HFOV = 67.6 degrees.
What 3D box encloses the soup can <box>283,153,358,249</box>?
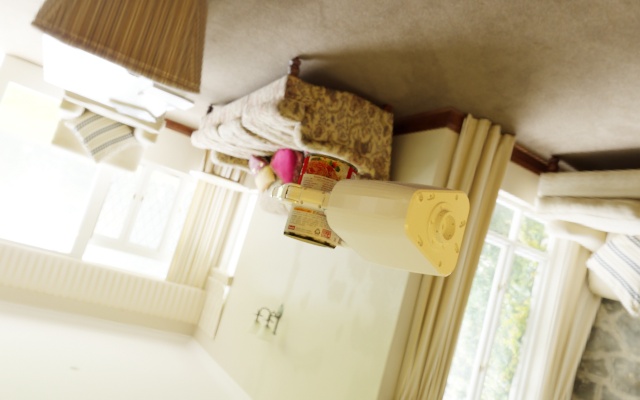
[{"bbox_3d":[0.000,0.002,0.581,0.068,0.102,0.068,16,-8,2],"label":"soup can"}]
